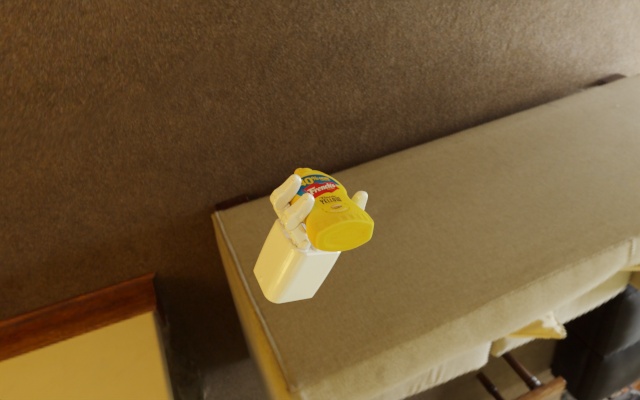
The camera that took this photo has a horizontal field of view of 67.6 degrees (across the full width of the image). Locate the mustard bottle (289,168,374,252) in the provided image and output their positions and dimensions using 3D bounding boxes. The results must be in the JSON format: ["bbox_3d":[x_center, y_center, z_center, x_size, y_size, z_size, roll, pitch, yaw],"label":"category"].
[{"bbox_3d":[0.000,0.002,0.758,0.096,0.058,0.191,-10,36,-21],"label":"mustard bottle"}]
